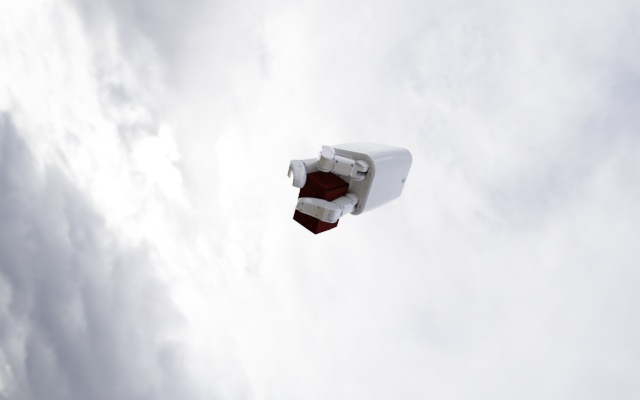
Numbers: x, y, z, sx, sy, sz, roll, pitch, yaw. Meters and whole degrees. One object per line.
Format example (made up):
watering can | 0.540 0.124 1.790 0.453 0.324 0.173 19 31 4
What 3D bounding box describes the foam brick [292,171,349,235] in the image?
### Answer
foam brick | 0.000 0.003 0.709 0.053 0.078 0.051 35 34 32
